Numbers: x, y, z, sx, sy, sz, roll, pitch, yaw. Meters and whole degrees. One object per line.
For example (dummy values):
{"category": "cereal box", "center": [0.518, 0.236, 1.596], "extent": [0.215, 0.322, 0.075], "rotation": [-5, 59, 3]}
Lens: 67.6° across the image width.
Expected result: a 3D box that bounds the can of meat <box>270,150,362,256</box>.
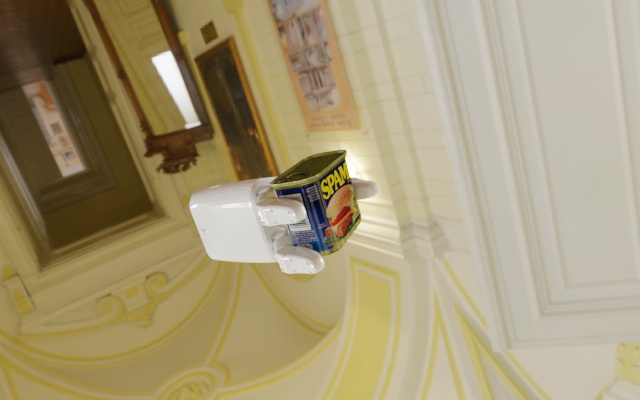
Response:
{"category": "can of meat", "center": [0.000, 0.002, 0.511], "extent": [0.057, 0.084, 0.102], "rotation": [-7, 19, 29]}
